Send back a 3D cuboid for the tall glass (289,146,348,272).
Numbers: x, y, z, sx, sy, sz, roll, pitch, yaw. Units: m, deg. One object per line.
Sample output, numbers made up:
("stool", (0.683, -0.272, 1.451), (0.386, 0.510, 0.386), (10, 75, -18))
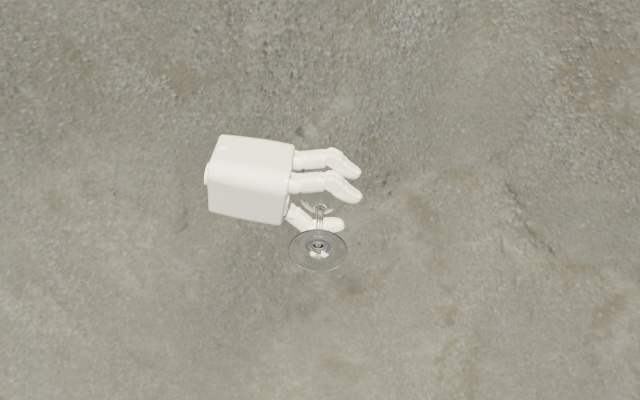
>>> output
("tall glass", (0.000, 0.003, 0.676), (0.079, 0.079, 0.200), (0, 39, 3))
